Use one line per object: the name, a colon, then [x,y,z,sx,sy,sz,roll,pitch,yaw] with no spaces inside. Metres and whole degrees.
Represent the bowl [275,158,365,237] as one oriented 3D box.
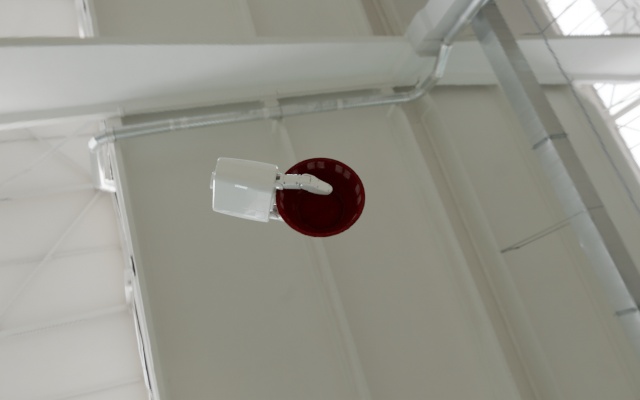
bowl: [0.001,0.004,0.876,0.162,0.162,0.055,0,-27,1]
